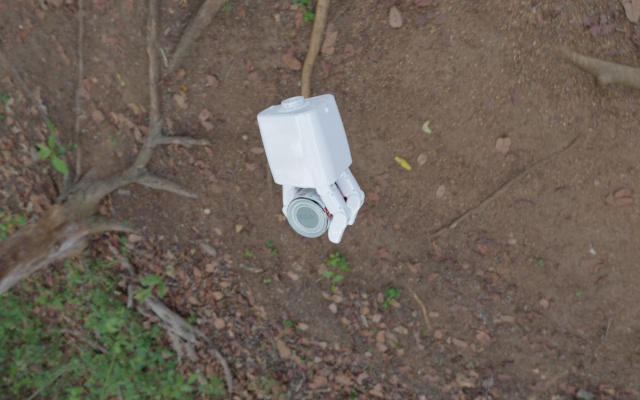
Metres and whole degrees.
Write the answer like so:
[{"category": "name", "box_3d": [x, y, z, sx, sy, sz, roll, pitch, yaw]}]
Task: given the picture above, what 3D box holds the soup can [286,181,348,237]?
[{"category": "soup can", "box_3d": [0.000, 0.003, 0.729, 0.068, 0.068, 0.102, 0, 27, 27]}]
